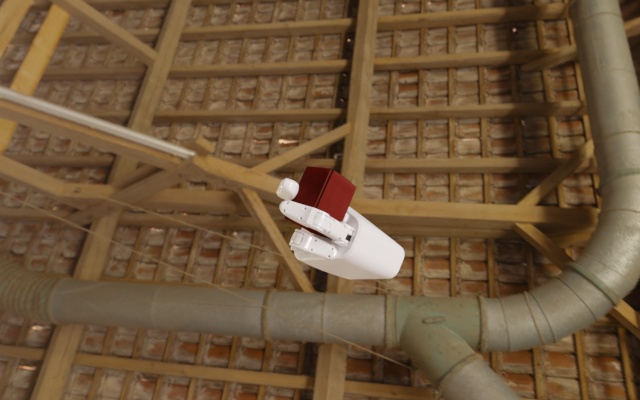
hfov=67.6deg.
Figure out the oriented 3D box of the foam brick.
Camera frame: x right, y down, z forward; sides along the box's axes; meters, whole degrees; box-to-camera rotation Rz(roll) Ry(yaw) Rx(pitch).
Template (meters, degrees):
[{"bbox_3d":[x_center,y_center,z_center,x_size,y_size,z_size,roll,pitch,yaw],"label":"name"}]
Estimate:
[{"bbox_3d":[0.000,0.002,0.614,0.051,0.078,0.053,30,-10,-39],"label":"foam brick"}]
